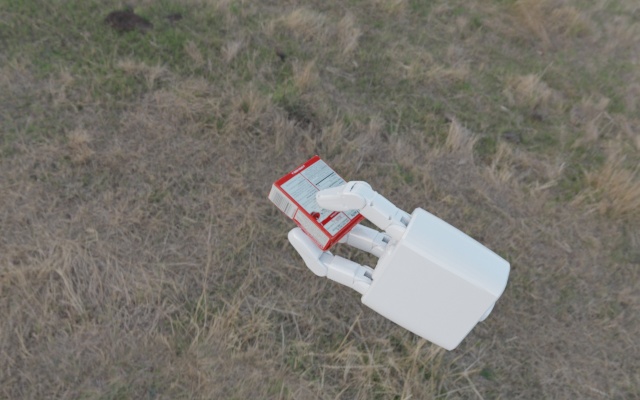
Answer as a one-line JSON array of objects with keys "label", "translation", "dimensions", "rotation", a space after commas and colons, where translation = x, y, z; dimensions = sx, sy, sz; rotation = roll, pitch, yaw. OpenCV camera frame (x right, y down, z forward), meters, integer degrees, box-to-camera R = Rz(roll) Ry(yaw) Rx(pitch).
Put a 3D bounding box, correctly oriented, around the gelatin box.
[{"label": "gelatin box", "translation": [0.000, 0.001, 0.516], "dimensions": [0.073, 0.089, 0.030], "rotation": [-38, -15, -39]}]
